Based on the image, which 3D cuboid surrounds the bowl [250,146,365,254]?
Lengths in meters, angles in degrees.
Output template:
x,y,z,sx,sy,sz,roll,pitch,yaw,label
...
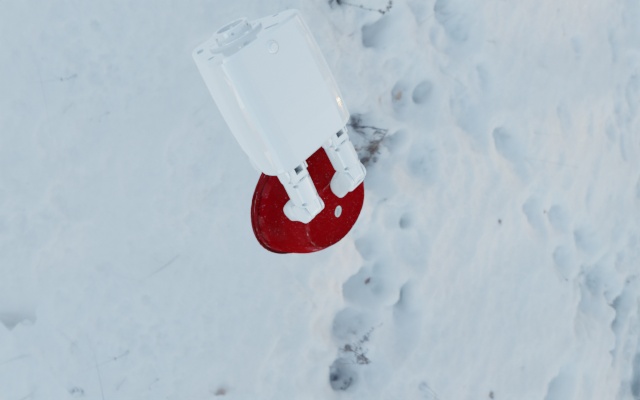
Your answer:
x,y,z,sx,sy,sz,roll,pitch,yaw,label
0.001,0.003,0.549,0.055,0.162,0.162,31,19,37,bowl
